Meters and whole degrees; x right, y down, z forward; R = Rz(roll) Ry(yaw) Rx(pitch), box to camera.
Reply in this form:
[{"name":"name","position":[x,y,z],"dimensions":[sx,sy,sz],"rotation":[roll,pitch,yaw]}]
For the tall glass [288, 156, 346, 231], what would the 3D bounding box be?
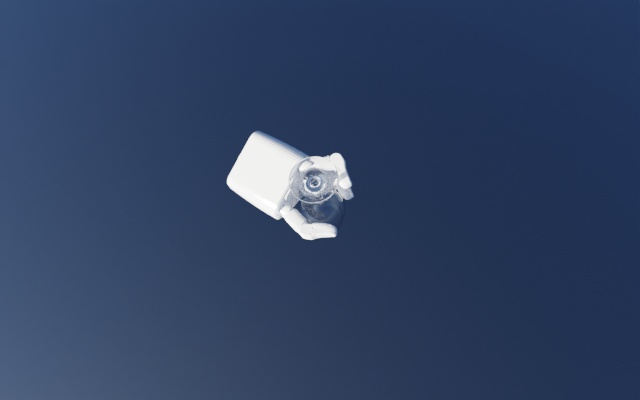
[{"name":"tall glass","position":[0.000,0.002,0.785],"dimensions":[0.079,0.079,0.201],"rotation":[0,-20,7]}]
